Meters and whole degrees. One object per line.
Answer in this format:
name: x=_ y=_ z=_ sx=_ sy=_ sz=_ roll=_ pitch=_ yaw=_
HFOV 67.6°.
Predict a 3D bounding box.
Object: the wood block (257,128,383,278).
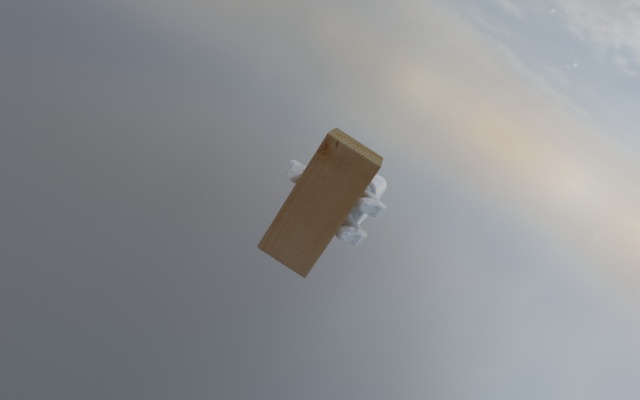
wood block: x=0.000 y=0.002 z=0.733 sx=0.091 sy=0.206 sz=0.090 roll=33 pitch=17 yaw=0
